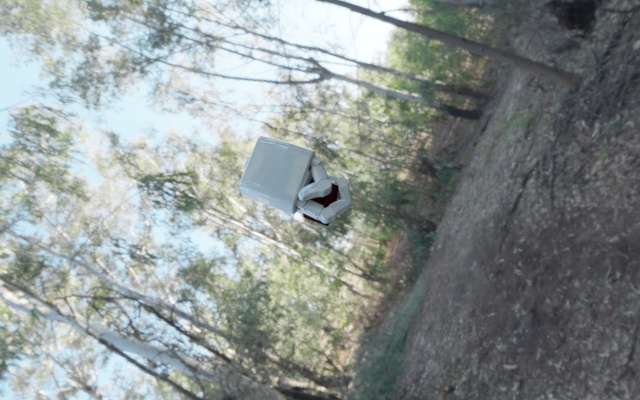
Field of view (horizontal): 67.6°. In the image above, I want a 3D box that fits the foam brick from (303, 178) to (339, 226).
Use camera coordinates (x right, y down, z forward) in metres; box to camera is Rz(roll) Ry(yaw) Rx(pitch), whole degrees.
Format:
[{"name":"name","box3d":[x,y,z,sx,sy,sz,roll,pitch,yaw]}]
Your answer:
[{"name":"foam brick","box3d":[0.000,0.003,0.882,0.051,0.053,0.078,18,-26,8]}]
